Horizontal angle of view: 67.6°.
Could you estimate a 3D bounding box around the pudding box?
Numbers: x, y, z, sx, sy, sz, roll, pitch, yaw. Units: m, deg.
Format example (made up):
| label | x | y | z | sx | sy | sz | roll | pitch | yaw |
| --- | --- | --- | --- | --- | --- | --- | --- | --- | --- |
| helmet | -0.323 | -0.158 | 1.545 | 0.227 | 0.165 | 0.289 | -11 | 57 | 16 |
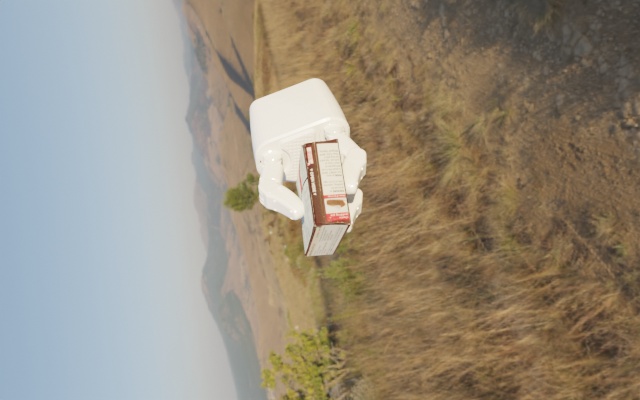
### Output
| label | x | y | z | sx | sy | sz | roll | pitch | yaw |
| --- | --- | --- | --- | --- | --- | --- | --- | --- | --- |
| pudding box | 0.000 | 0.002 | 0.496 | 0.039 | 0.090 | 0.113 | -6 | -20 | -7 |
